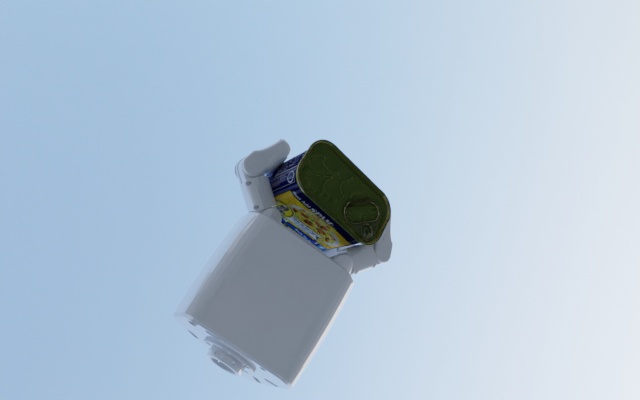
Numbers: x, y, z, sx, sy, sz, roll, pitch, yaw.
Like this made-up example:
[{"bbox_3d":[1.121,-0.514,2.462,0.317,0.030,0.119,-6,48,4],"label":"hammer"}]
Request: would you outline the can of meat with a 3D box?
[{"bbox_3d":[0.000,0.001,0.448,0.102,0.057,0.084,42,-32,-19],"label":"can of meat"}]
